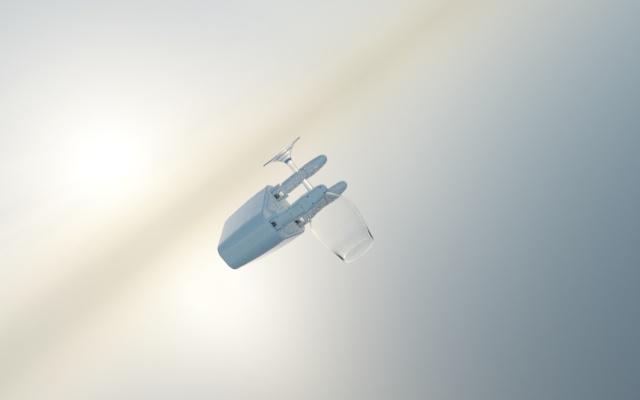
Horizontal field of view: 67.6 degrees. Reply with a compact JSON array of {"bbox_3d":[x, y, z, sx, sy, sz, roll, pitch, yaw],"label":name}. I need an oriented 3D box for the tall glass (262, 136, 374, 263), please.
[{"bbox_3d":[0.000,0.002,0.742,0.079,0.201,0.079,-37,9,7],"label":"tall glass"}]
